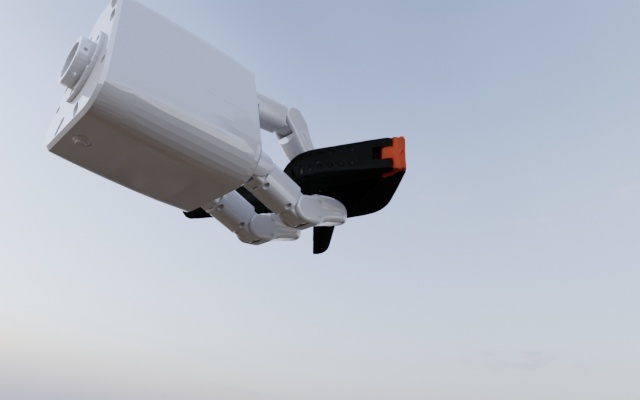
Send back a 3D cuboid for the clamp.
[{"bbox_3d":[0.000,0.000,0.422,0.210,0.036,0.164,-22,-33,41],"label":"clamp"}]
